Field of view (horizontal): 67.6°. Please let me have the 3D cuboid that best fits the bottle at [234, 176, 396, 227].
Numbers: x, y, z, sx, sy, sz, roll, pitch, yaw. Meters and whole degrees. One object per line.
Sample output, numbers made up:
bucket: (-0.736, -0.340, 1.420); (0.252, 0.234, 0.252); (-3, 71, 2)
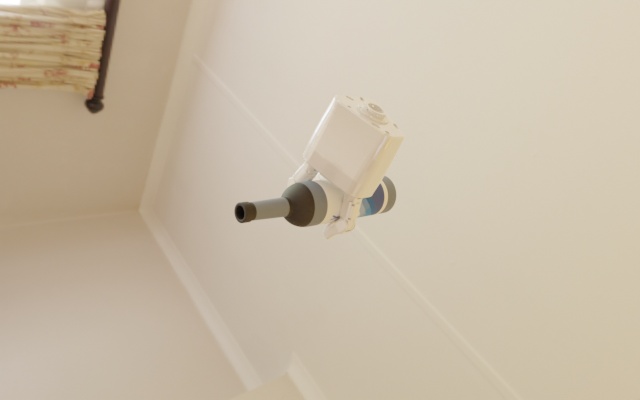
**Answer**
bottle: (0.000, 0.002, 0.720); (0.295, 0.069, 0.069); (-7, 5, -44)
